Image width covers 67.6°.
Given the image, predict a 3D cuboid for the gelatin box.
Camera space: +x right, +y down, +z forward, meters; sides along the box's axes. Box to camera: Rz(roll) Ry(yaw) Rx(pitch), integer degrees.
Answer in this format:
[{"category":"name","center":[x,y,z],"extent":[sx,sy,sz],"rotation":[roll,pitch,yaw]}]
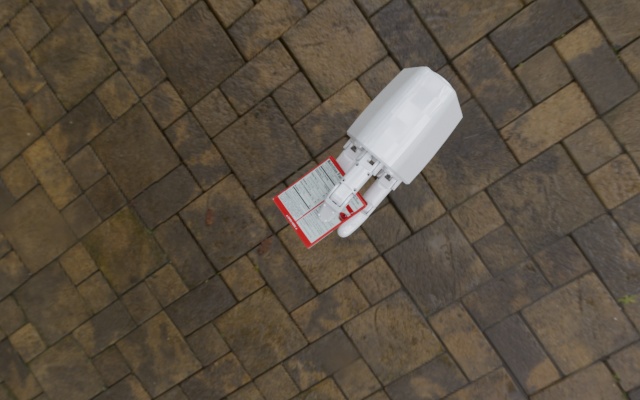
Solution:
[{"category":"gelatin box","center":[0.000,0.002,0.568],"extent":[0.089,0.073,0.030],"rotation":[-36,-3,4]}]
